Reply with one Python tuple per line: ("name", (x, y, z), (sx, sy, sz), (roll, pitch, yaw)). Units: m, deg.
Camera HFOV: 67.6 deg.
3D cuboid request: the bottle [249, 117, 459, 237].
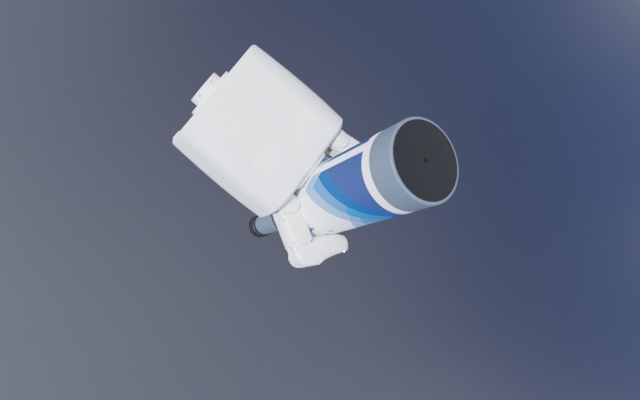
("bottle", (0.000, 0.002, 0.464), (0.069, 0.069, 0.296), (0, -12, -32))
